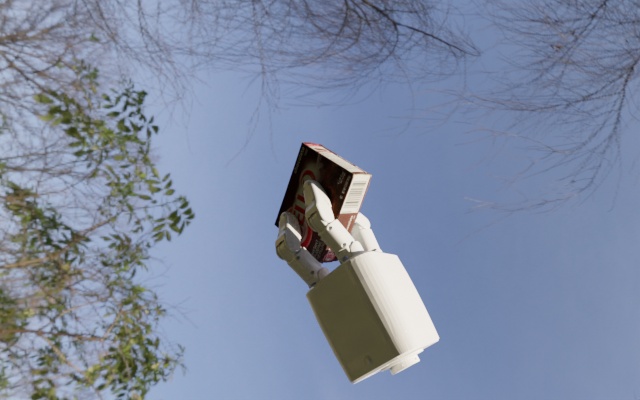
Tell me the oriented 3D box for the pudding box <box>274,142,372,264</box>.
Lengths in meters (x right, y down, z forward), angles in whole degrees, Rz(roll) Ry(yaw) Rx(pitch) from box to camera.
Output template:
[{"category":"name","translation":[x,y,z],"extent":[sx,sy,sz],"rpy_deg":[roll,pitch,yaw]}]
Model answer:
[{"category":"pudding box","translation":[0.000,0.002,0.550],"extent":[0.039,0.113,0.090],"rpy_deg":[2,26,-47]}]
